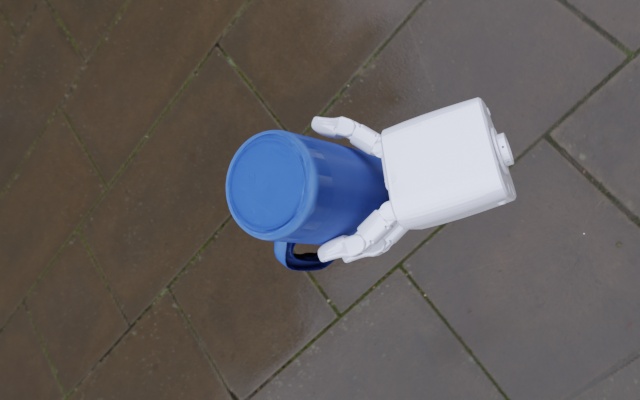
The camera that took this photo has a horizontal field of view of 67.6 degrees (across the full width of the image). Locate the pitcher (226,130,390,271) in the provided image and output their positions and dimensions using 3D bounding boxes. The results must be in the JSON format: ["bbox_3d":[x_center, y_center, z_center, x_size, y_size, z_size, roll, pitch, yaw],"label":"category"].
[{"bbox_3d":[0.000,0.002,0.559,0.145,0.149,0.243,-16,-11,27],"label":"pitcher"}]
